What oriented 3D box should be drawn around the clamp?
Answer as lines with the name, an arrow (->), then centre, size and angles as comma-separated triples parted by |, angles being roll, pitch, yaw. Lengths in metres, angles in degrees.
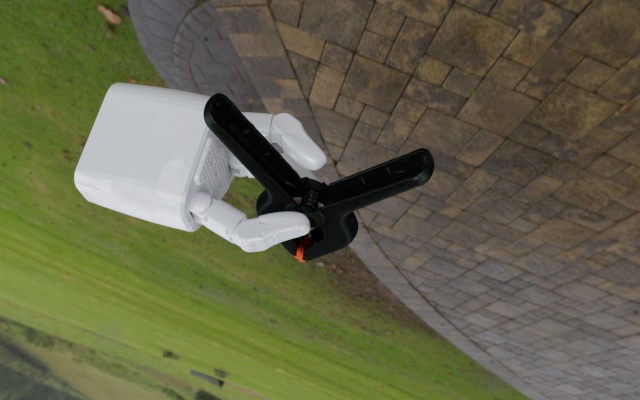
clamp -> 0.000, 0.002, 0.404 | 0.164, 0.036, 0.210 | 13, -30, 10
